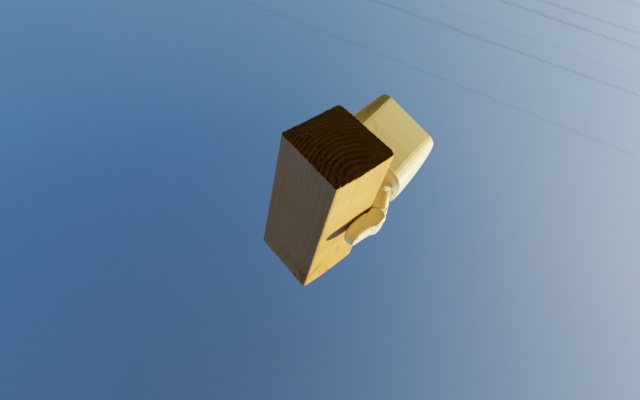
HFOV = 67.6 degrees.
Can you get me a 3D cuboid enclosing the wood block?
[{"bbox_3d":[0.001,0.002,0.575,0.090,0.090,0.206,-32,-24,-31],"label":"wood block"}]
